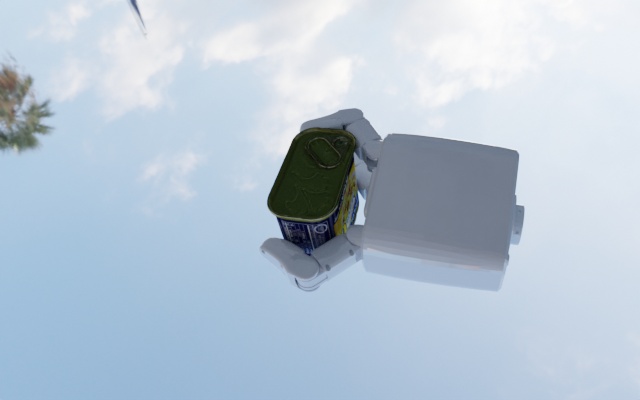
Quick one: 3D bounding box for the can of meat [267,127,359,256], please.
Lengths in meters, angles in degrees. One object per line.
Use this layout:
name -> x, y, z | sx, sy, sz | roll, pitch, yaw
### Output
can of meat -> 0.000, 0.002, 0.419 | 0.057, 0.102, 0.084 | 6, -39, 16
